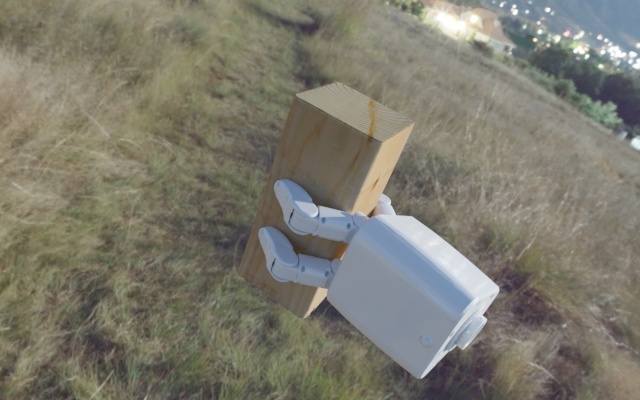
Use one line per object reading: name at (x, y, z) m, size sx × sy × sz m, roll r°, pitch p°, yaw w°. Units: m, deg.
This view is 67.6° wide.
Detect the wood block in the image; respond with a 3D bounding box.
wood block at (0.001, 0.002, 0.474) m, size 0.090 × 0.206 × 0.090 m, roll 31°, pitch 31°, yaw 16°
